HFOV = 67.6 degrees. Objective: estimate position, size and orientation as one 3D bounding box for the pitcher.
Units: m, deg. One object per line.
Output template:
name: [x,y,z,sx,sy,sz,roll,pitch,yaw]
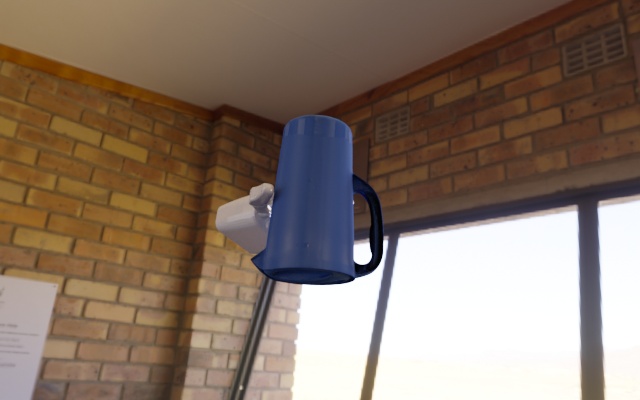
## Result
pitcher: [0.000,0.002,0.711,0.145,0.242,0.149,-14,-26,42]
